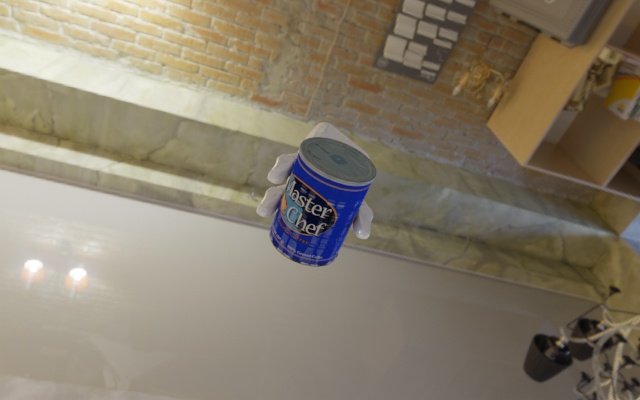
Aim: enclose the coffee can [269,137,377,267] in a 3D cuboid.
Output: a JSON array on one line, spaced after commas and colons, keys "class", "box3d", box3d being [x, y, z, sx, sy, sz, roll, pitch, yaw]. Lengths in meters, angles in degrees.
[{"class": "coffee can", "box3d": [0.000, 0.002, 0.634, 0.103, 0.140, 0.102, 17, 31, -10]}]
